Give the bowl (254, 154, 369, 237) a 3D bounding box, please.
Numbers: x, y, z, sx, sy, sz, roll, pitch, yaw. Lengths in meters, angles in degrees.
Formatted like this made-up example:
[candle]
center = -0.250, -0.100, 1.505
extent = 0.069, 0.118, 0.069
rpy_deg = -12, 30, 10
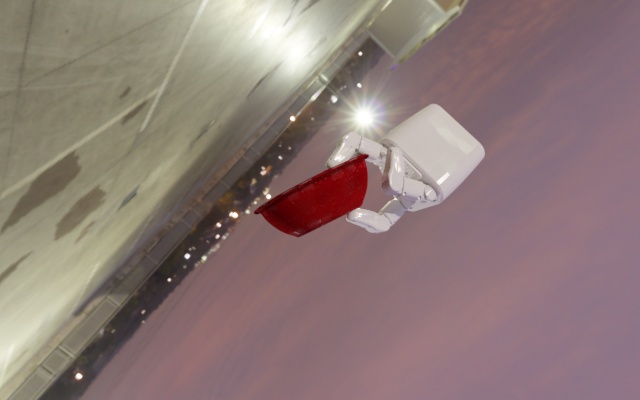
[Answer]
[bowl]
center = -0.001, 0.003, 0.601
extent = 0.162, 0.055, 0.162
rpy_deg = -27, -2, -1
